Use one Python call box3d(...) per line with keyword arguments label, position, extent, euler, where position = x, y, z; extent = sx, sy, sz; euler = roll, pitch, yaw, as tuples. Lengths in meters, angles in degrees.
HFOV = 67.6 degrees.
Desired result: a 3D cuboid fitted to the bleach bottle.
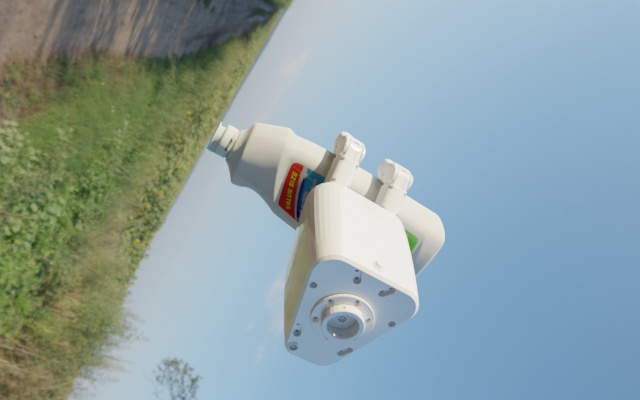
box3d(label="bleach bottle", position=(0.000, 0.002, 0.491), extent=(0.251, 0.103, 0.068), euler=(29, 27, -16))
